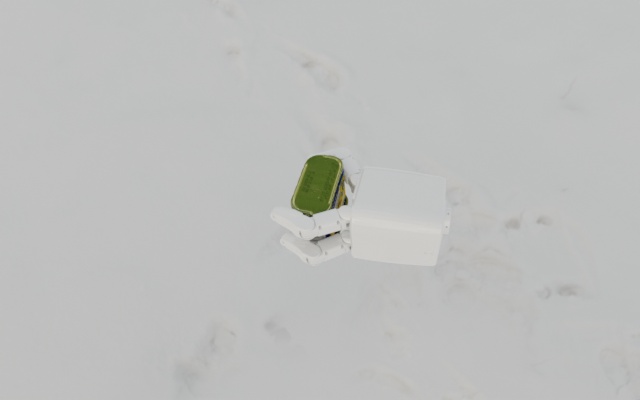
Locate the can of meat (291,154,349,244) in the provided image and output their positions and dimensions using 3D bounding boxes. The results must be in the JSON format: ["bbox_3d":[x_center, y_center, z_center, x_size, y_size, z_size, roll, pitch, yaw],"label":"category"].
[{"bbox_3d":[0.000,0.002,0.630,0.057,0.102,0.084,9,-34,13],"label":"can of meat"}]
